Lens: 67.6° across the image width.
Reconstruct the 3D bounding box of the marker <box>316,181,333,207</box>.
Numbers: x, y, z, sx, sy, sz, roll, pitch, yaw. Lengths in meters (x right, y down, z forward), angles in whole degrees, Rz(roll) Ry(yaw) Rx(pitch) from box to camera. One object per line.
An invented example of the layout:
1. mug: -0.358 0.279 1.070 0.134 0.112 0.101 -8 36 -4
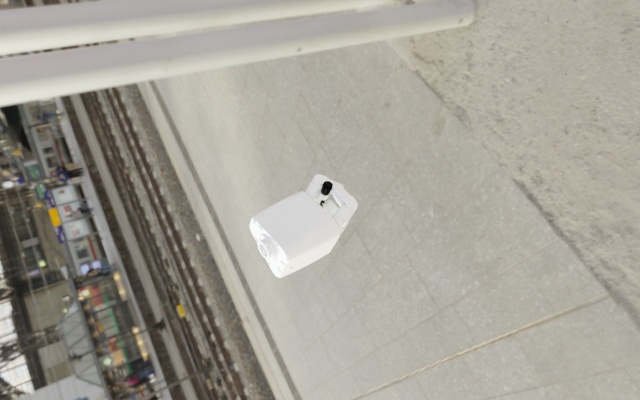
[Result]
1. marker: 0.000 0.003 0.876 0.020 0.020 0.121 0 -32 -17
